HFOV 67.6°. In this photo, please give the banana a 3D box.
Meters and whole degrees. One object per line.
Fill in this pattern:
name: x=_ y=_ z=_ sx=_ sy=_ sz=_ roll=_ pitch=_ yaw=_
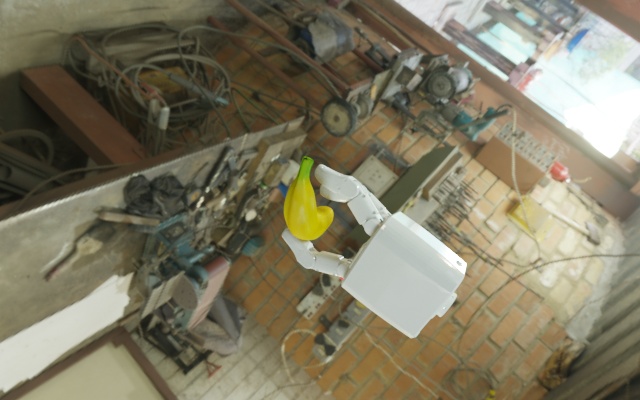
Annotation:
banana: x=-0.011 y=0.016 z=0.572 sx=0.037 sy=0.069 sz=0.198 roll=32 pitch=-11 yaw=14
